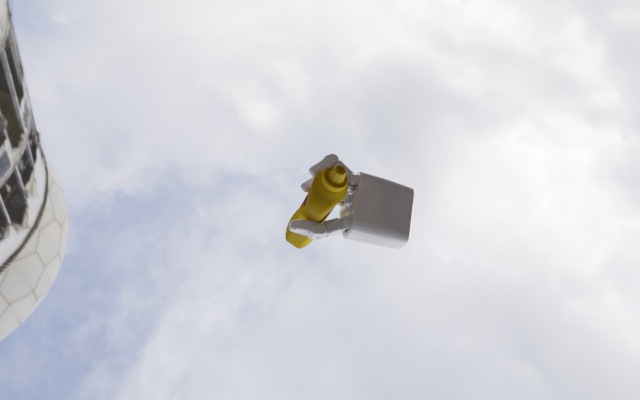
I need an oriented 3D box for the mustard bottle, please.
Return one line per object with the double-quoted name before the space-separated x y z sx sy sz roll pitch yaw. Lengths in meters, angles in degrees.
"mustard bottle" 0.000 0.003 0.801 0.058 0.096 0.192 35 -37 1
